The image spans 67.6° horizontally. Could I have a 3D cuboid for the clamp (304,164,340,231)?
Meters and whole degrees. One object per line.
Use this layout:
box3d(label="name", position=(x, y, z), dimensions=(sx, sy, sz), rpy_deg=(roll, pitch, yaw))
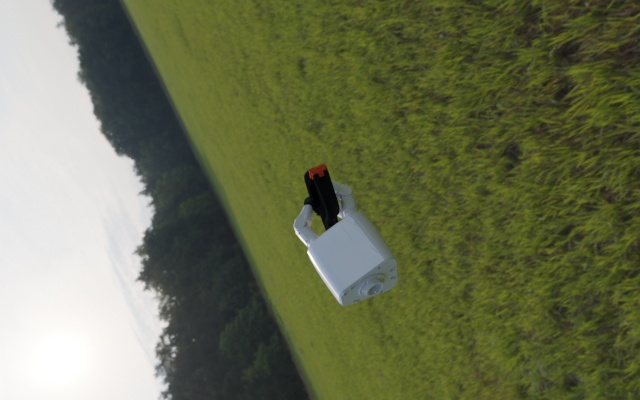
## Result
box3d(label="clamp", position=(-0.001, 0.003, 0.843), dimensions=(0.036, 0.210, 0.164), rpy_deg=(-26, 50, -12))
